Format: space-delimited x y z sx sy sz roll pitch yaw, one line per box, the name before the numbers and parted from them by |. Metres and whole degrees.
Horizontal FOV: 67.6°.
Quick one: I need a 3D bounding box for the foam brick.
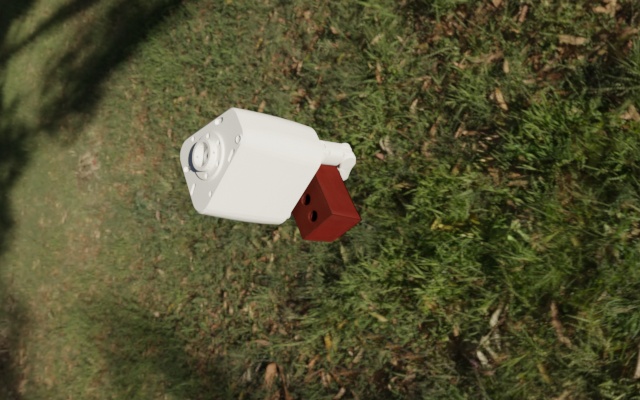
foam brick | 0.000 0.002 0.547 0.051 0.078 0.053 9 -41 -47
